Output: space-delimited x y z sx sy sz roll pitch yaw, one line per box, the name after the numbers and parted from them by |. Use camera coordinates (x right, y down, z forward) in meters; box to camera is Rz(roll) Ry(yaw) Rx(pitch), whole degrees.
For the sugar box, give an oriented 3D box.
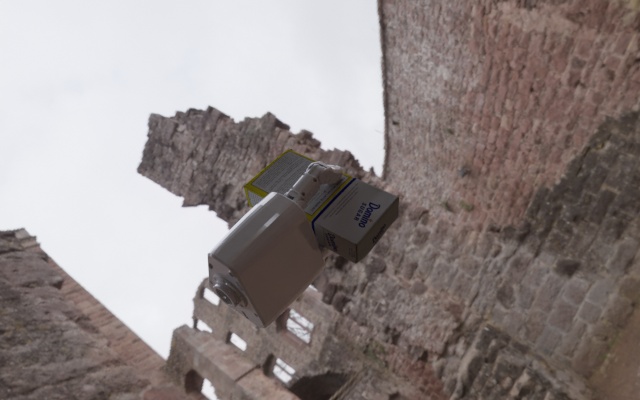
0.000 0.002 0.602 0.176 0.048 0.093 28 55 27 | sugar box
